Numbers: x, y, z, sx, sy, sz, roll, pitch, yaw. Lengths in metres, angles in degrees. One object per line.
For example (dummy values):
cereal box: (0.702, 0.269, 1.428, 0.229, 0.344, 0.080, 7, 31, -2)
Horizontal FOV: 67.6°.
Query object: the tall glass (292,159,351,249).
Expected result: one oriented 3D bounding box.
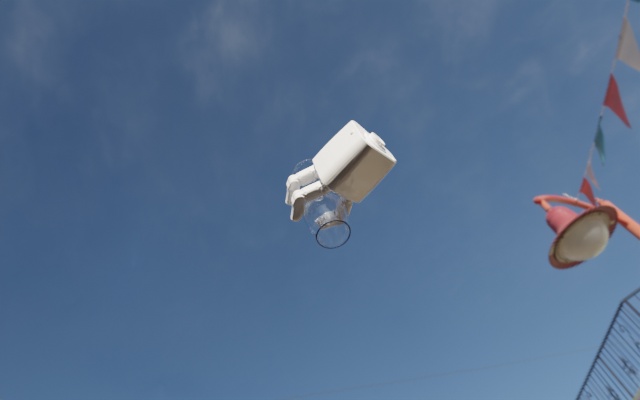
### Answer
tall glass: (0.000, 0.003, 0.894, 0.079, 0.079, 0.201, 0, 34, -16)
